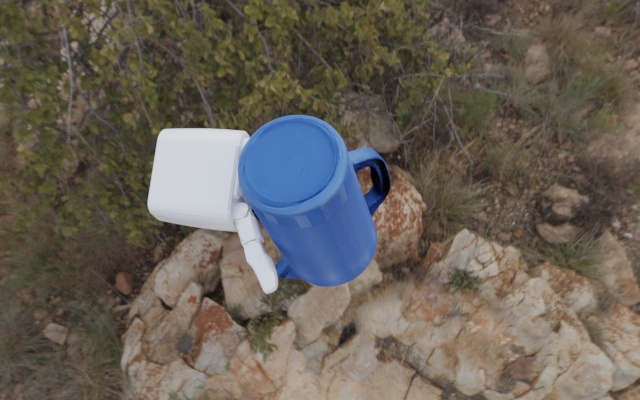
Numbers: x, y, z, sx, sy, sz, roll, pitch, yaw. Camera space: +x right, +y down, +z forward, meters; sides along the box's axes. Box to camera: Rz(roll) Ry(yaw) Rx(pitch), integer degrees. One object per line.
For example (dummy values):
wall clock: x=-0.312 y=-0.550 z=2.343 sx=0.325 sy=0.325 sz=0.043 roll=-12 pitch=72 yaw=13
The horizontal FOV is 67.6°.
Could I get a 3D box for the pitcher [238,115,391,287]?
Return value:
pitcher: x=0.000 y=0.002 z=0.554 sx=0.145 sy=0.149 sz=0.243 roll=5 pitch=-22 yaw=12
